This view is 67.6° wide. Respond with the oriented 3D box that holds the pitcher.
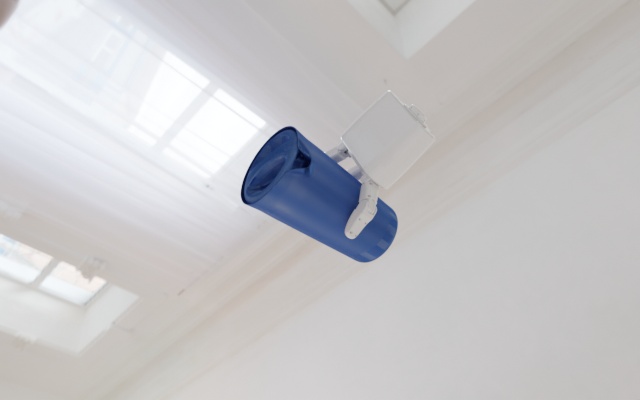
[{"bbox_3d":[0.000,0.002,0.758,0.243,0.145,0.149,34,20,-30],"label":"pitcher"}]
